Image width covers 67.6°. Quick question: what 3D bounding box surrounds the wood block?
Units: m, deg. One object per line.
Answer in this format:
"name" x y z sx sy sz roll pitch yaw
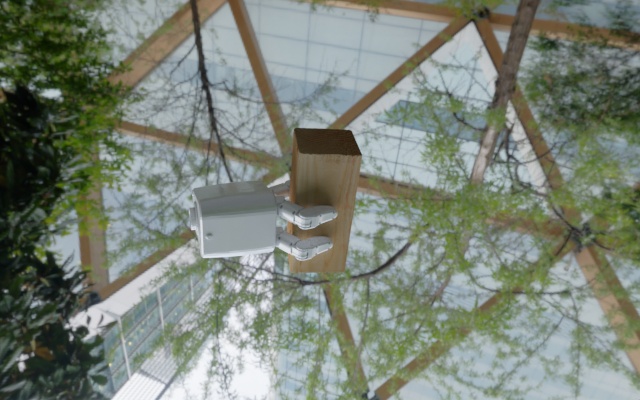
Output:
"wood block" 0.000 0.002 0.731 0.090 0.206 0.090 1 32 -9
